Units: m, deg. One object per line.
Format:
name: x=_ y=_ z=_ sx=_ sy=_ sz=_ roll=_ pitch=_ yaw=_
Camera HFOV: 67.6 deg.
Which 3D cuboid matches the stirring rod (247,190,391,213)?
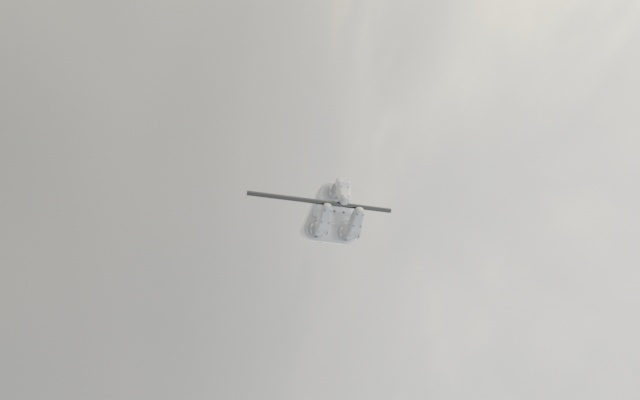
stirring rod: x=0.000 y=0.002 z=0.782 sx=0.239 sy=0.011 sz=0.011 roll=7 pitch=-1 yaw=-10
